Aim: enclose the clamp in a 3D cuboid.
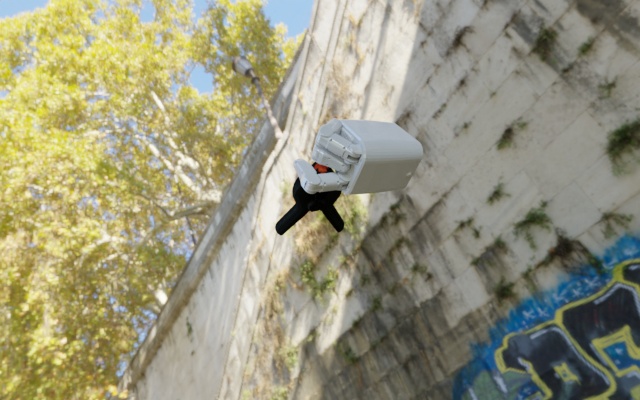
[{"bbox_3d":[0.000,0.002,0.780,0.120,0.039,0.172,-1,-38,-22],"label":"clamp"}]
